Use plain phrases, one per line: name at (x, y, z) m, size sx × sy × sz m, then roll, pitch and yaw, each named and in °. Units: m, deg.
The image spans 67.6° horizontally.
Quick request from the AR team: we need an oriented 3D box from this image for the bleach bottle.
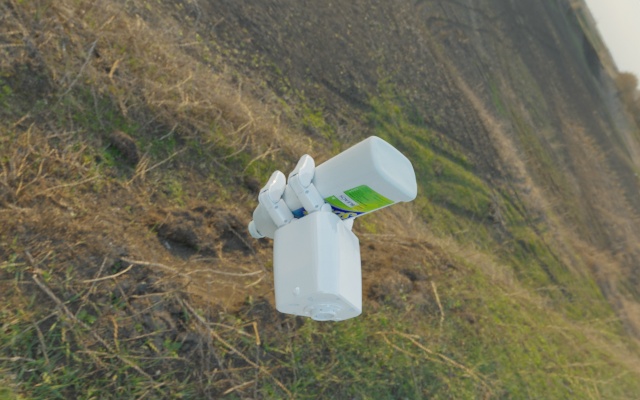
bleach bottle at (0.000, 0.002, 0.664) m, size 0.251 × 0.068 × 0.102 m, roll -26°, pitch -38°, yaw 34°
